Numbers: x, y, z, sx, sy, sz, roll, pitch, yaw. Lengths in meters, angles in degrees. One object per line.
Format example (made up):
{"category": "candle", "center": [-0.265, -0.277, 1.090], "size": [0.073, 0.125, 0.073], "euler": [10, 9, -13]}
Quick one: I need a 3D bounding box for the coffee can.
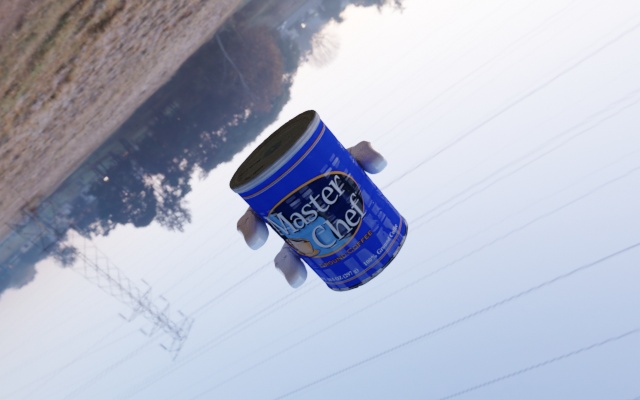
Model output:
{"category": "coffee can", "center": [0.000, 0.001, 0.447], "size": [0.140, 0.102, 0.103], "euler": [48, -21, -20]}
